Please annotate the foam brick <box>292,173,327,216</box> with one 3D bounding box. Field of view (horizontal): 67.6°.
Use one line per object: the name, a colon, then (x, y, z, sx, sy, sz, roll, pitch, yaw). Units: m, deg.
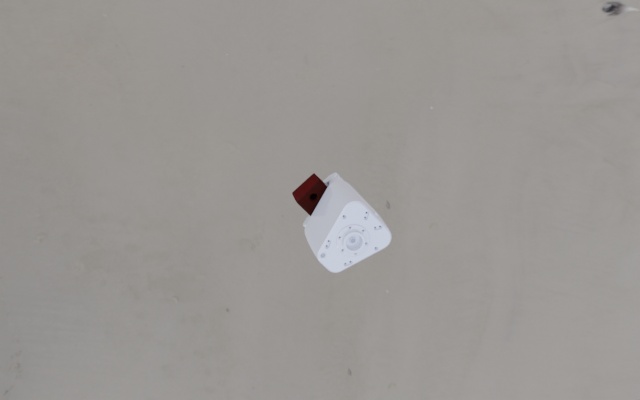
foam brick: (0.000, 0.002, 0.793, 0.078, 0.053, 0.051, 44, 5, -19)
